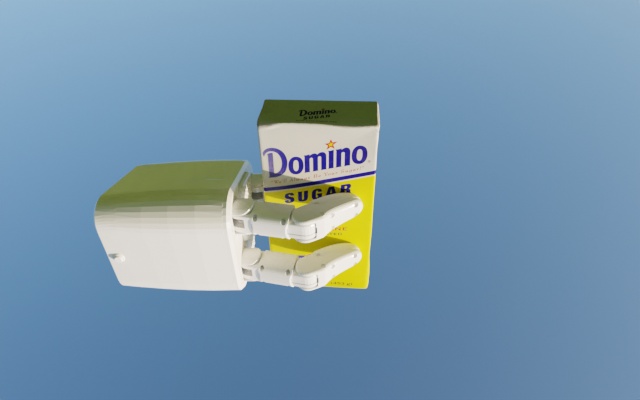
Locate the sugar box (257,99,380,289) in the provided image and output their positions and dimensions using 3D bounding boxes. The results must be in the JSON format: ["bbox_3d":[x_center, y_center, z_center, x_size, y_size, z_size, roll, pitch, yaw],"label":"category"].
[{"bbox_3d":[0.000,0.002,0.414,0.093,0.176,0.048,1,40,4],"label":"sugar box"}]
